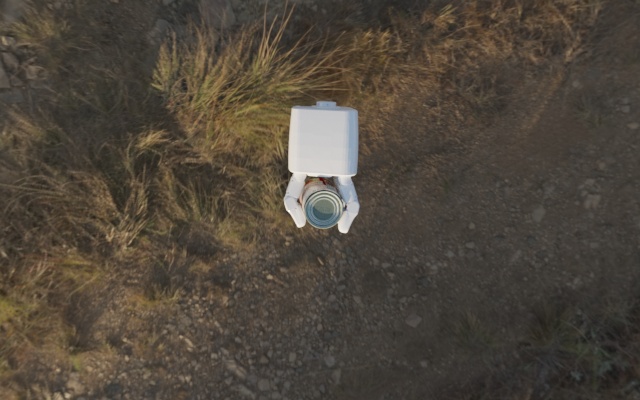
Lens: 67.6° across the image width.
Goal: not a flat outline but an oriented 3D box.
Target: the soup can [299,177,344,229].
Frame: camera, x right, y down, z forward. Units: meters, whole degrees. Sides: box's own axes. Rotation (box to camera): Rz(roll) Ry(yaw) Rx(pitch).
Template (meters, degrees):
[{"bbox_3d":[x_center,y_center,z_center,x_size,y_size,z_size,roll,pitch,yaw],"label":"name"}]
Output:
[{"bbox_3d":[0.000,0.003,0.827,0.068,0.068,0.102,0,14,-7],"label":"soup can"}]
